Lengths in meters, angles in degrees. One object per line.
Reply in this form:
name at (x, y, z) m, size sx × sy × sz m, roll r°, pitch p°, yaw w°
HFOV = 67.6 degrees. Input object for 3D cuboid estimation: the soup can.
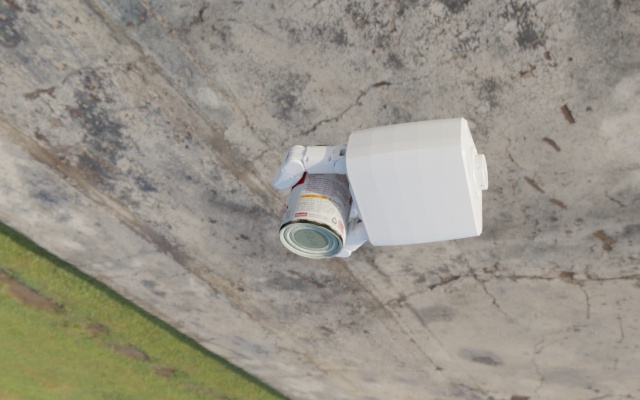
soup can at (0.000, 0.002, 0.500) m, size 0.068 × 0.102 × 0.069 m, roll 9°, pitch -36°, yaw 7°
